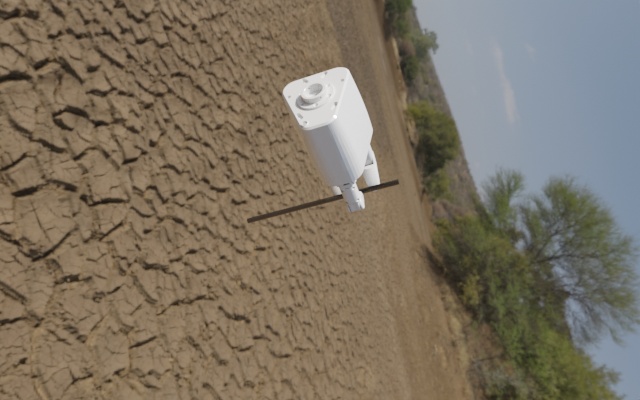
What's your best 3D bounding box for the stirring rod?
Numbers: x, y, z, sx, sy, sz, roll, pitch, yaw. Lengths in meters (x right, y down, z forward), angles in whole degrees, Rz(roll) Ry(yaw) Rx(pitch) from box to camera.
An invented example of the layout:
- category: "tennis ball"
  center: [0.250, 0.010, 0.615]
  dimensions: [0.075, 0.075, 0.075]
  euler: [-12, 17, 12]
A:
- category: "stirring rod"
  center: [0.000, 0.002, 0.722]
  dimensions: [0.239, 0.011, 0.011]
  euler: [-15, -3, 13]
